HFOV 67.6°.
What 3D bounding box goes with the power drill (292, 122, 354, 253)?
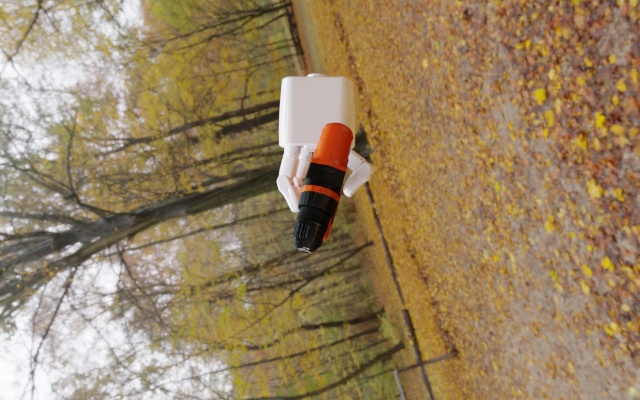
[{"bbox_3d":[0.000,0.002,0.698,0.057,0.184,0.188,18,-18,1],"label":"power drill"}]
